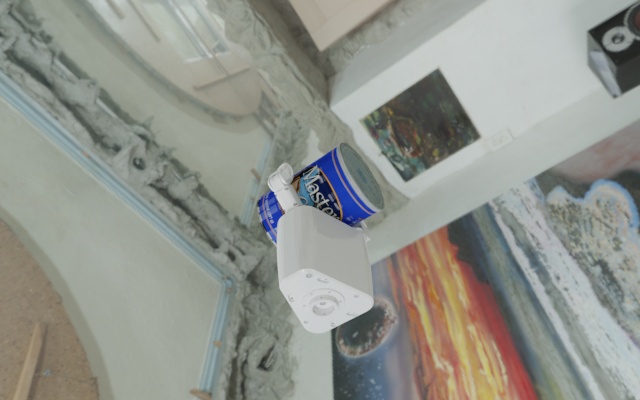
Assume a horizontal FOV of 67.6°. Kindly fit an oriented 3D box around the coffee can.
[{"bbox_3d":[0.000,0.002,0.645,0.140,0.103,0.103,-32,-12,20],"label":"coffee can"}]
